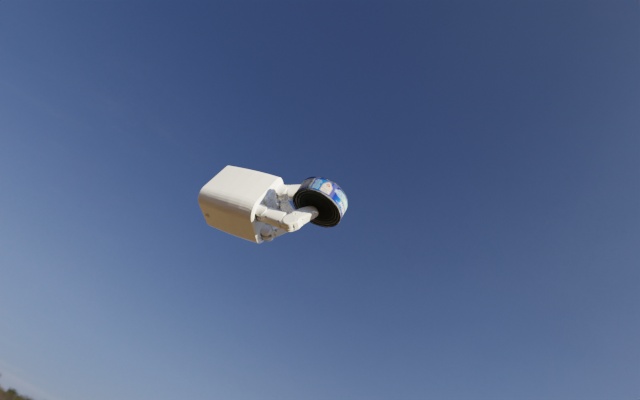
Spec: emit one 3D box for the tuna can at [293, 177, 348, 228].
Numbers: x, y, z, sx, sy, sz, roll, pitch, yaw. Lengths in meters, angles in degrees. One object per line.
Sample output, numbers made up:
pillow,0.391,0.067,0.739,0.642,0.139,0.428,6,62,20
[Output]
tuna can,0.000,0.002,0.773,0.086,0.086,0.033,0,43,36
